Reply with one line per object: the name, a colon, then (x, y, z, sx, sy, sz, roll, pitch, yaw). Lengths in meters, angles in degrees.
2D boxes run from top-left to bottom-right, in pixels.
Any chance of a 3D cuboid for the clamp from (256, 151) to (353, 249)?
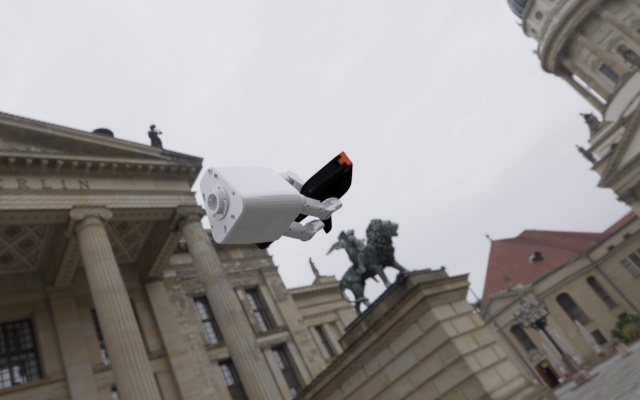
clamp: (0.000, 0.002, 0.797, 0.164, 0.036, 0.210, -5, -38, -48)
